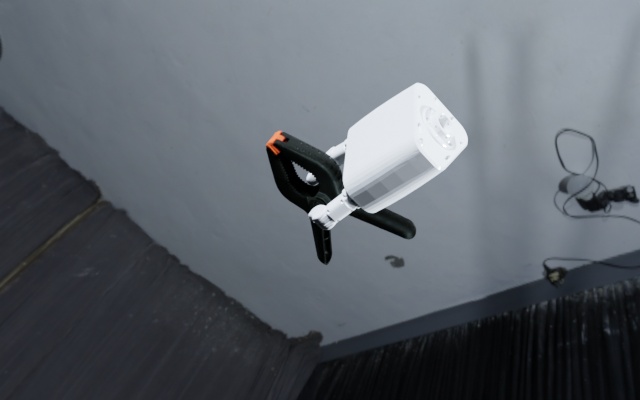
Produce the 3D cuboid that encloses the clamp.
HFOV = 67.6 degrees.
[{"bbox_3d":[0.000,0.002,0.625,0.164,0.210,0.036,-33,20,42],"label":"clamp"}]
